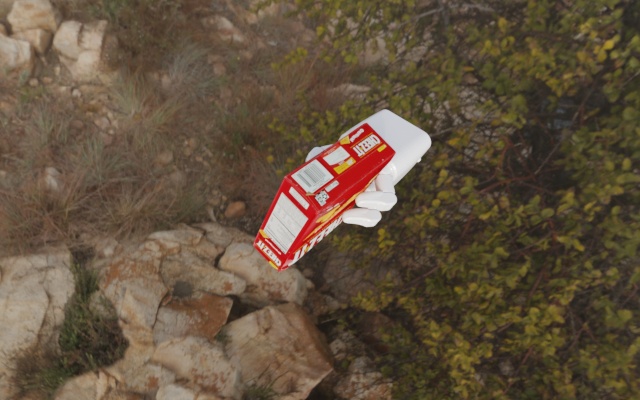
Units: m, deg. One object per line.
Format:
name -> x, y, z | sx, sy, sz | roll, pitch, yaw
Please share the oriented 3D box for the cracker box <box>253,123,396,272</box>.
cracker box -> 0.000, 0.002, 0.708 | 0.164, 0.072, 0.214 | -37, -12, -33
